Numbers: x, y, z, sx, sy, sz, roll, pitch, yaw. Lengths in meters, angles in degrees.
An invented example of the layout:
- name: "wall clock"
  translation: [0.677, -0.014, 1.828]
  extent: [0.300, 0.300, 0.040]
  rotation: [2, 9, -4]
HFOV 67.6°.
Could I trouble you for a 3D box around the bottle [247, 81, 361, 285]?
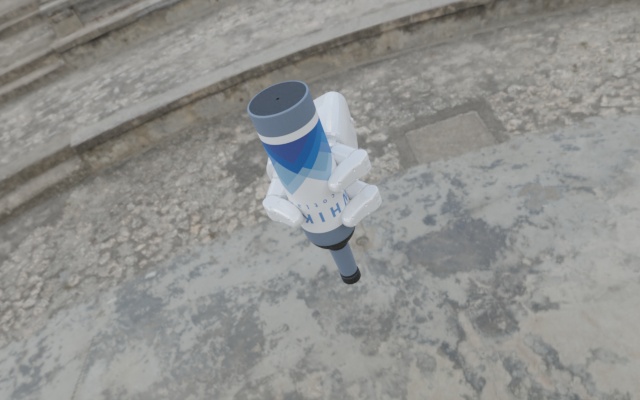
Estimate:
- name: "bottle"
  translation: [0.000, 0.002, 0.575]
  extent: [0.069, 0.296, 0.069]
  rotation: [-13, 40, 11]
